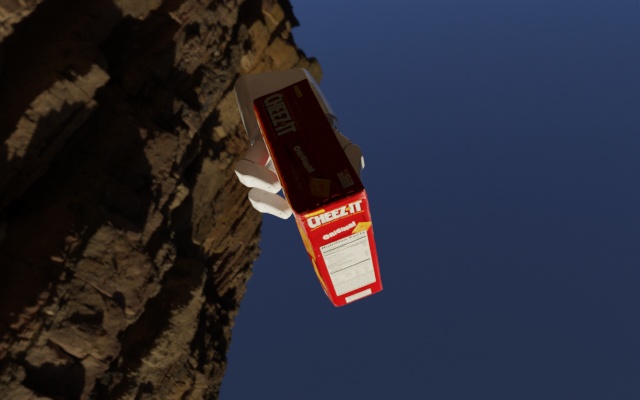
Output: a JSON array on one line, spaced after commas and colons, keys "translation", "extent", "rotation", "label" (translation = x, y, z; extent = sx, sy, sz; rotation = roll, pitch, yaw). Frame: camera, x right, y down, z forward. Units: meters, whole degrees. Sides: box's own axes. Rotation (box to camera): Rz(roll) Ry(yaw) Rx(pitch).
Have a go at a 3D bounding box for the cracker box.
[{"translation": [0.000, 0.002, 0.538], "extent": [0.072, 0.164, 0.214], "rotation": [-22, -36, -3], "label": "cracker box"}]
